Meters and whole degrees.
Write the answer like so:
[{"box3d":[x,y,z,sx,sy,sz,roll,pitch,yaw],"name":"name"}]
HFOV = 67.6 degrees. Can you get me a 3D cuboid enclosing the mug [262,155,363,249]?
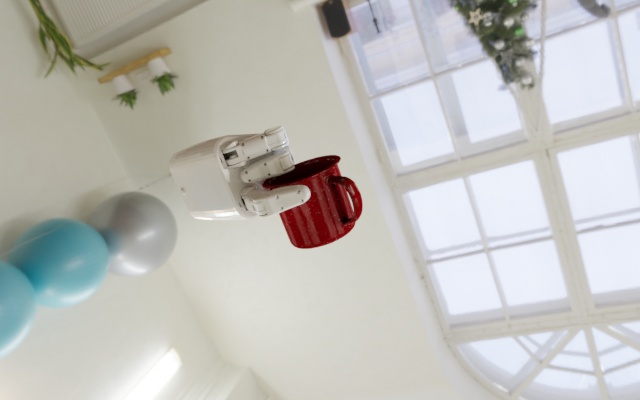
[{"box3d":[0.001,0.002,0.538,0.117,0.081,0.093,-4,22,43],"name":"mug"}]
